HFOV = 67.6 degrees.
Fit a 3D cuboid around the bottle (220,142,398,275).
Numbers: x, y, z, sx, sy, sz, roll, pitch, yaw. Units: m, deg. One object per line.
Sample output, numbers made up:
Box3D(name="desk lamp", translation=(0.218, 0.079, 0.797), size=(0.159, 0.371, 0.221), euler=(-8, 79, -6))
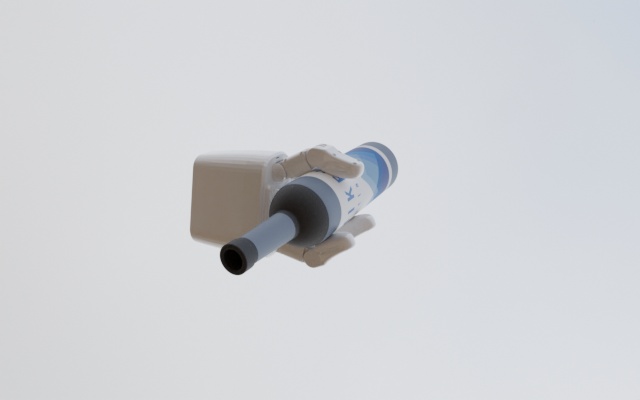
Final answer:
Box3D(name="bottle", translation=(0.000, 0.002, 0.498), size=(0.069, 0.069, 0.295), euler=(0, 18, 30))
